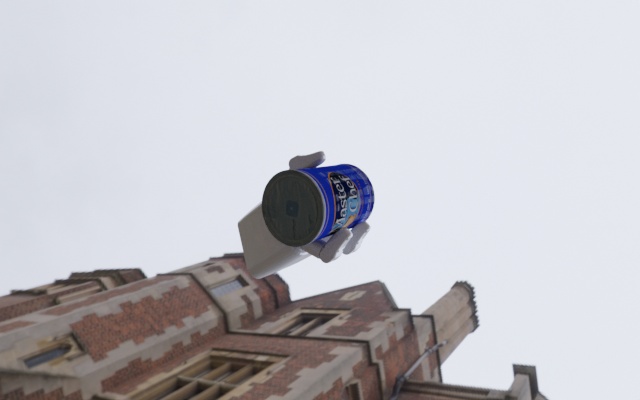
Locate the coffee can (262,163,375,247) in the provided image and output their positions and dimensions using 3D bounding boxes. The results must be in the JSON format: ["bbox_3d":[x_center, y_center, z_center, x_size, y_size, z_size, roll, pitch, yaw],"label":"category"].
[{"bbox_3d":[0.000,0.002,0.682,0.103,0.103,0.140,0,7,34],"label":"coffee can"}]
